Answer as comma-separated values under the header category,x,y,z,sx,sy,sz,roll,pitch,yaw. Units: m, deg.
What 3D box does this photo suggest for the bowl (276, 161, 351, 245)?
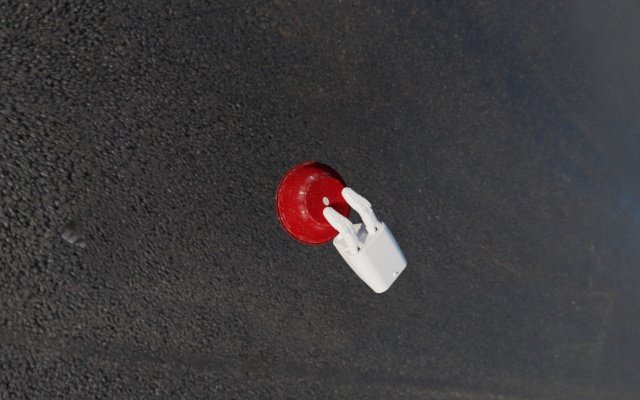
category,x,y,z,sx,sy,sz,roll,pitch,yaw
bowl,-0.001,0.002,0.896,0.162,0.162,0.055,0,-4,-28
